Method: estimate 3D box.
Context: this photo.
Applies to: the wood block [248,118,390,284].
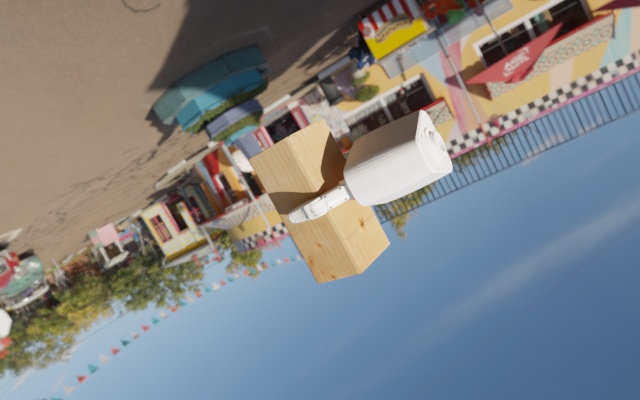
[{"bbox_3d":[0.000,0.002,0.682,0.090,0.206,0.090,-22,10,43],"label":"wood block"}]
